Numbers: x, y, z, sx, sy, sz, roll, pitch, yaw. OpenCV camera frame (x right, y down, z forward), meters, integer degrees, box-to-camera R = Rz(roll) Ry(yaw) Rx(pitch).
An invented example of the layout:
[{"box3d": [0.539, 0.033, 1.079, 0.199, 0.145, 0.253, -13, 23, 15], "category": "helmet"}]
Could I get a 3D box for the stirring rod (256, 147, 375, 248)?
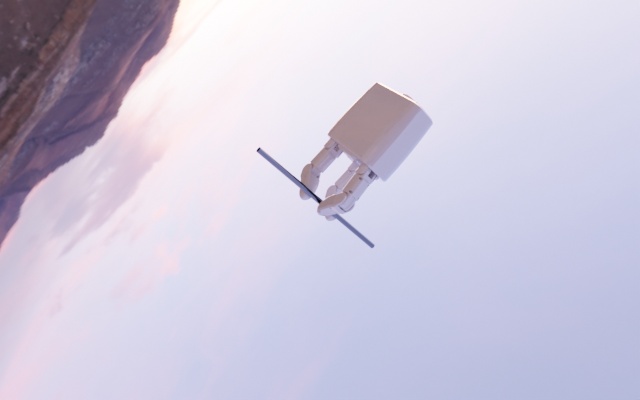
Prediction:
[{"box3d": [0.000, 0.002, 0.672, 0.240, 0.011, 0.011, 40, -23, -30], "category": "stirring rod"}]
